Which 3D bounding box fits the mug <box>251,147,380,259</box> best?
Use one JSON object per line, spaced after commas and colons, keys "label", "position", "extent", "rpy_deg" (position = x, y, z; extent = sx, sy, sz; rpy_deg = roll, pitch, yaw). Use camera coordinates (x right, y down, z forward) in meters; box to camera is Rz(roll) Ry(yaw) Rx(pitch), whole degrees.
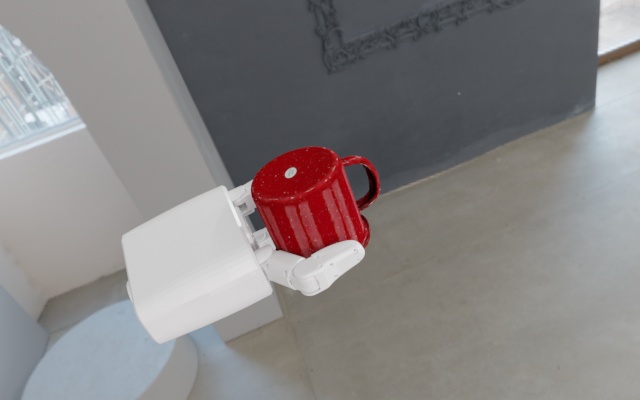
{"label": "mug", "position": [0.001, 0.001, 0.422], "extent": [0.117, 0.081, 0.093], "rpy_deg": [-27, 34, -8]}
